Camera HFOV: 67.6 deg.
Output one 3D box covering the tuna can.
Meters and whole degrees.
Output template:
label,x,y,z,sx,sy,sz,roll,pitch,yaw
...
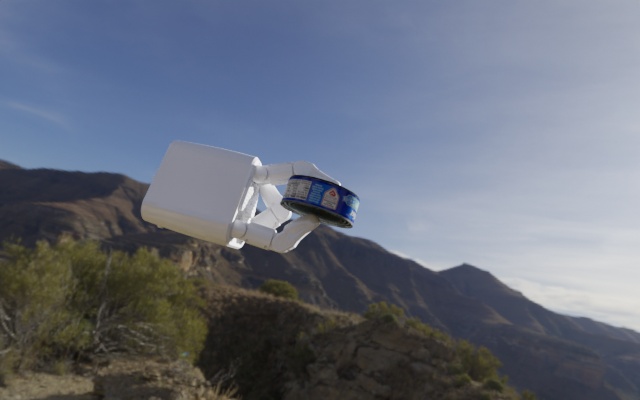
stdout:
label,x,y,z,sx,sy,sz,roll,pitch,yaw
tuna can,0.000,0.001,0.537,0.086,0.033,0.086,17,-11,3
